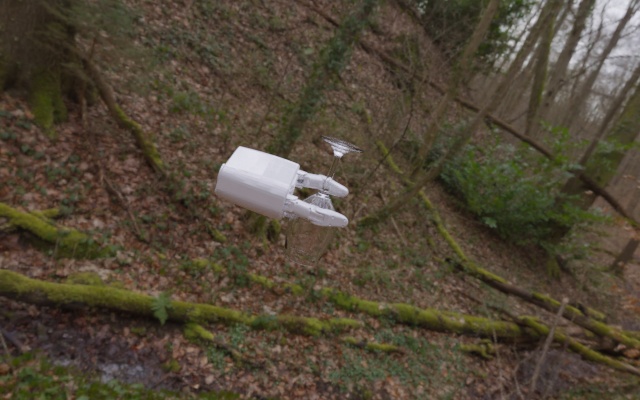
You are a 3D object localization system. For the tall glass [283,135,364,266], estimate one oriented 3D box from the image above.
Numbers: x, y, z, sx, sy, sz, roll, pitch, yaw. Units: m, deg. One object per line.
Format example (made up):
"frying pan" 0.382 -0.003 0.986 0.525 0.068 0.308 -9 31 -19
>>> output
"tall glass" 0.000 0.002 0.762 0.079 0.201 0.079 19 14 -5
